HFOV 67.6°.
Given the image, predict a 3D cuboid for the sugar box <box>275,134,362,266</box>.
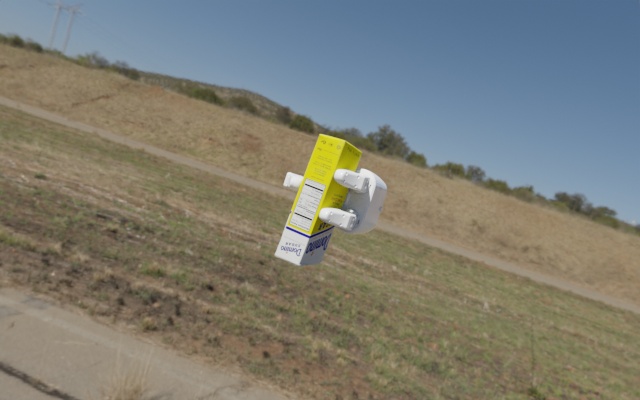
[{"bbox_3d":[0.001,0.002,0.665,0.048,0.176,0.093,19,3,20],"label":"sugar box"}]
